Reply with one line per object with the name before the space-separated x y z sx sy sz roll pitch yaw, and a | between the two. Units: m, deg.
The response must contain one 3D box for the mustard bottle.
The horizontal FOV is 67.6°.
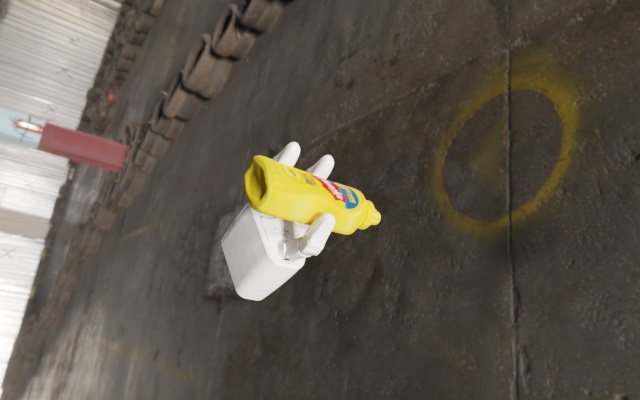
mustard bottle | 0.000 0.002 0.622 0.192 0.058 0.096 17 20 -30
